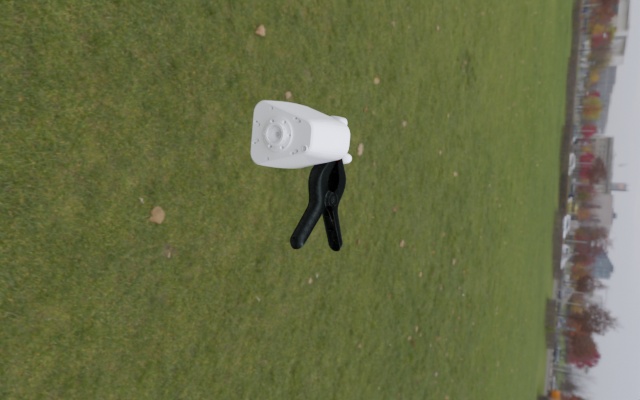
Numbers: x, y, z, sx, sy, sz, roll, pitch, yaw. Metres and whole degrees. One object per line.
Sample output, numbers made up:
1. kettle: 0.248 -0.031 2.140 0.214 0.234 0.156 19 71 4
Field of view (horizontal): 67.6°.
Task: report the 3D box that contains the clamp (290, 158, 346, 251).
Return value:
1. clamp: 0.001 0.002 0.756 0.039 0.171 0.120 5 5 32
